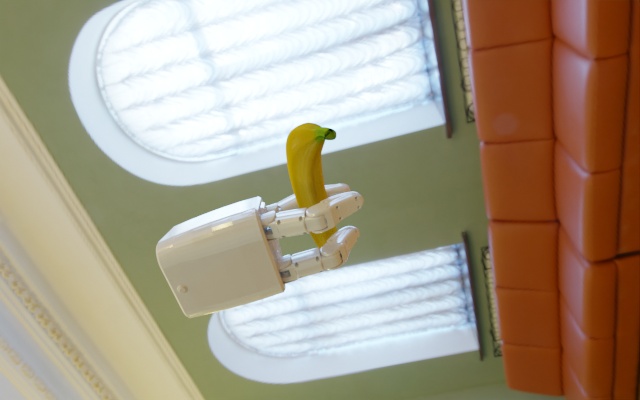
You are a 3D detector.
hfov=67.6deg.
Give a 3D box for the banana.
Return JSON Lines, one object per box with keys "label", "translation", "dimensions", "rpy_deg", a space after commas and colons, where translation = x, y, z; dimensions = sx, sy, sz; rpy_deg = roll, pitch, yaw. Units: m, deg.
{"label": "banana", "translation": [-0.008, -0.013, 0.506], "dimensions": [0.037, 0.069, 0.198], "rpy_deg": [-22, -39, -12]}
